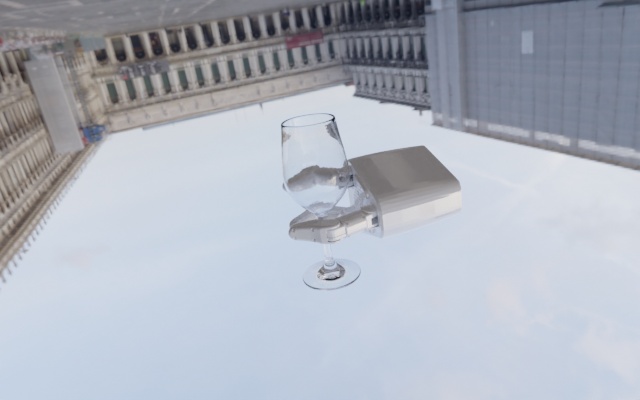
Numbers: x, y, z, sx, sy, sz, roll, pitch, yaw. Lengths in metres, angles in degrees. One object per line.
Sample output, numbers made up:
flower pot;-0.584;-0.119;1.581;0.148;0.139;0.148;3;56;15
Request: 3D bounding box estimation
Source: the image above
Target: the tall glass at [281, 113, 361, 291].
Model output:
tall glass;0.000;0.003;0.568;0.079;0.201;0.079;-8;22;3
